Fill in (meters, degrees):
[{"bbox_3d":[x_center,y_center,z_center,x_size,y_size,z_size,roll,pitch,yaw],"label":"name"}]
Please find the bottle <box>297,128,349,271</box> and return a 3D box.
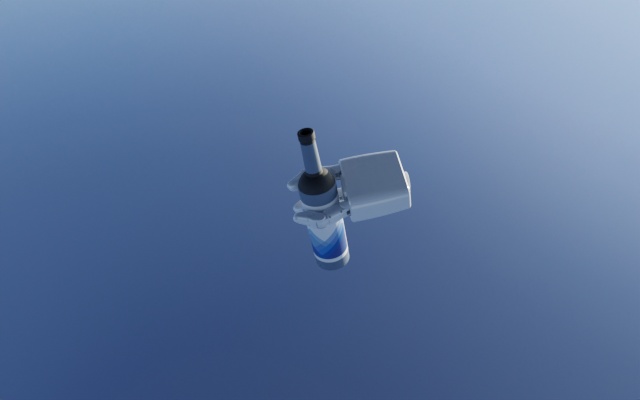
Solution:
[{"bbox_3d":[0.000,0.003,0.844,0.069,0.296,0.069,-7,40,6],"label":"bottle"}]
